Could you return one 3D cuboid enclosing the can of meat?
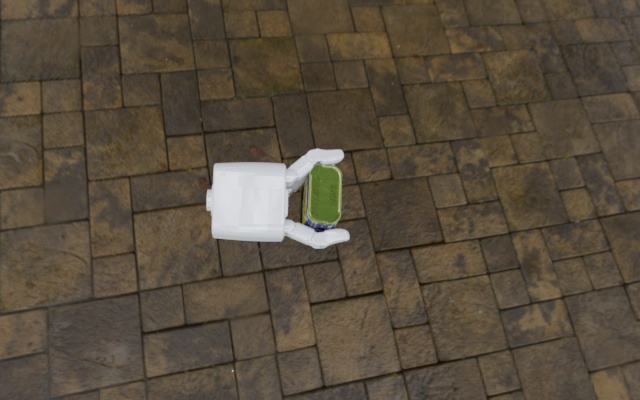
[{"bbox_3d":[0.000,0.002,0.754,0.057,0.102,0.084,5,-20,-8],"label":"can of meat"}]
